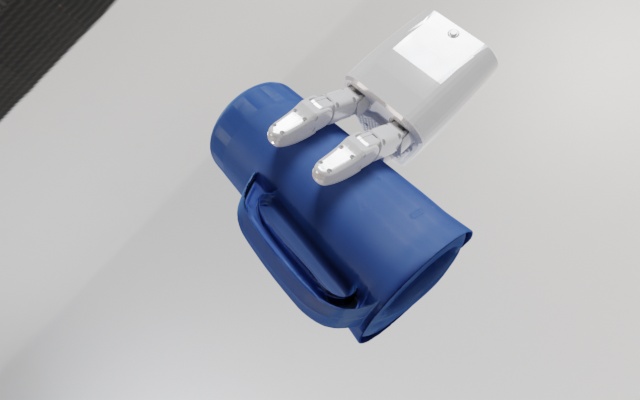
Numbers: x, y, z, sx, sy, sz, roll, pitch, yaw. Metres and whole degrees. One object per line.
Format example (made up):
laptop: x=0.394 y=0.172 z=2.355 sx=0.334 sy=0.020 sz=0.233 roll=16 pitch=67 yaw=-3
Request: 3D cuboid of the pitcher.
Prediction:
pitcher: x=0.000 y=0.001 z=0.435 sx=0.242 sy=0.145 sz=0.149 roll=45 pitch=-6 yaw=22
